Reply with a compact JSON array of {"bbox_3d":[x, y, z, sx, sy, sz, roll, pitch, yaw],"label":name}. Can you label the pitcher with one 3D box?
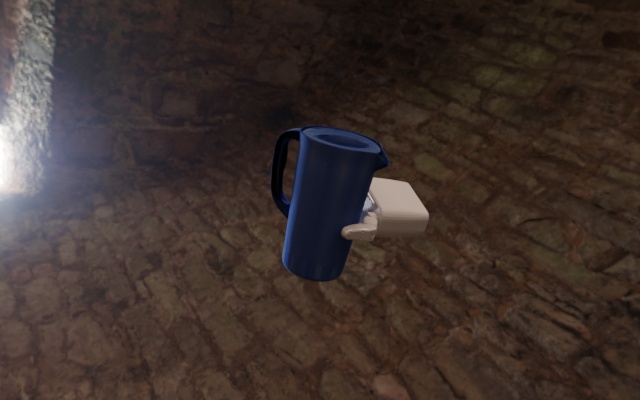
[{"bbox_3d":[0.000,0.003,0.788,0.145,0.243,0.149,2,23,-28],"label":"pitcher"}]
